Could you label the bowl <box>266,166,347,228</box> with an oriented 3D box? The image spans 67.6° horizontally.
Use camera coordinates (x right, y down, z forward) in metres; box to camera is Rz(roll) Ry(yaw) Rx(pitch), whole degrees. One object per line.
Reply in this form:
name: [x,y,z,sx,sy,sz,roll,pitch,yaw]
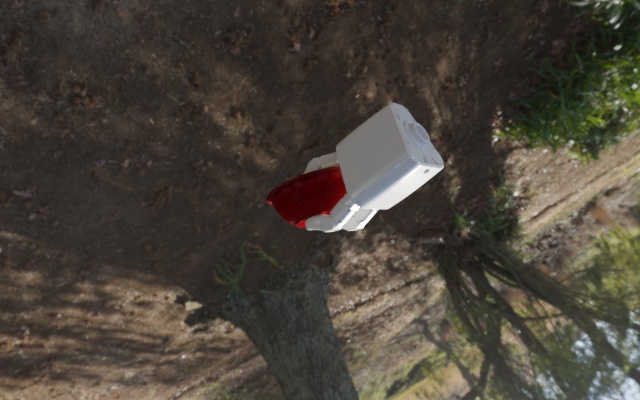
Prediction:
bowl: [0.000,0.003,0.743,0.162,0.055,0.162,-15,-14,-4]
